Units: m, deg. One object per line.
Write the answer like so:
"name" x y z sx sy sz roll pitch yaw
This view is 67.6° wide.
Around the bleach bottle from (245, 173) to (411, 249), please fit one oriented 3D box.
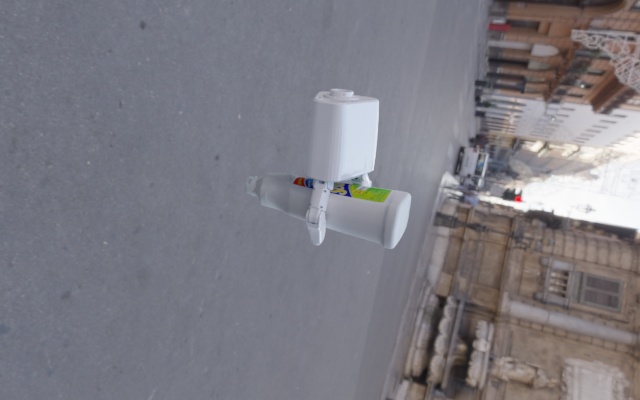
"bleach bottle" 0.000 0.002 0.709 0.251 0.068 0.102 12 20 19
